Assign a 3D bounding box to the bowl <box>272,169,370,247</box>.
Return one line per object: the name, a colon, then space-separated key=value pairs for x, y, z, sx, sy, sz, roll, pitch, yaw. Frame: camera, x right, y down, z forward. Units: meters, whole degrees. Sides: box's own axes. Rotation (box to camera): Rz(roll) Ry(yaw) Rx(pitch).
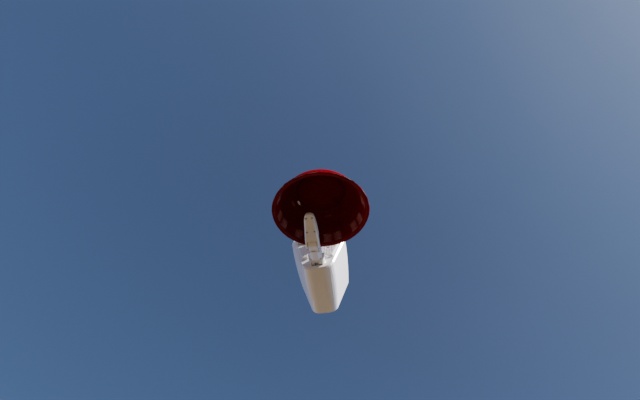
bowl: x=0.000 y=0.001 z=0.805 sx=0.162 sy=0.162 sz=0.055 roll=0 pitch=40 yaw=0
